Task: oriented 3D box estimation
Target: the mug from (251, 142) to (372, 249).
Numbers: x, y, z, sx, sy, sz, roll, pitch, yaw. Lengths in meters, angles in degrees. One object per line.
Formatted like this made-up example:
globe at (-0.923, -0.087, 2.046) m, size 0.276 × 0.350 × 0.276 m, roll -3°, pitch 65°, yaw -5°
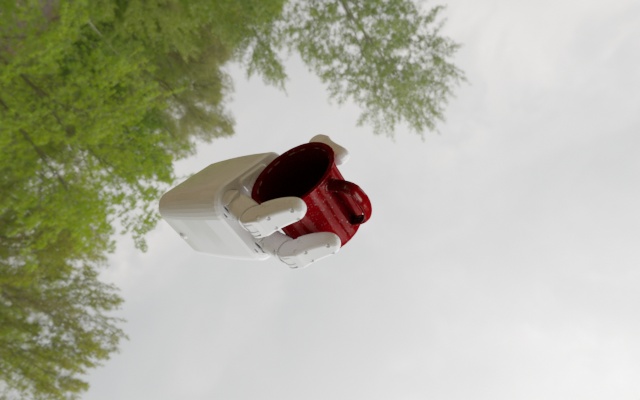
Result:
mug at (0.001, 0.002, 0.474) m, size 0.117 × 0.093 × 0.081 m, roll -1°, pitch -43°, yaw 39°
